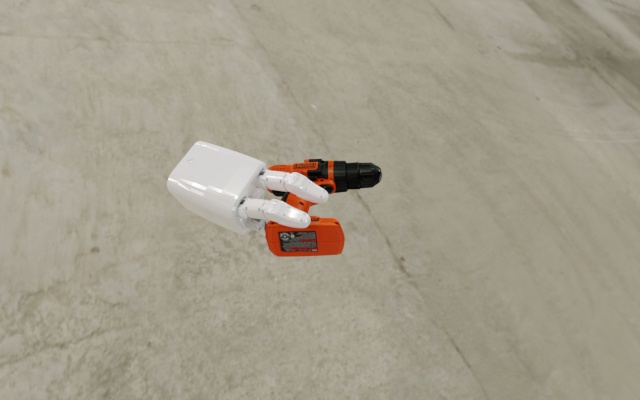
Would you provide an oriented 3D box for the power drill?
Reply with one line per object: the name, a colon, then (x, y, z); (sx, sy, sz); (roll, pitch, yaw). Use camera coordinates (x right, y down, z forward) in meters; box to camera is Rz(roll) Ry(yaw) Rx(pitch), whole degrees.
power drill: (0.000, 0.003, 0.697); (0.184, 0.057, 0.187); (-4, 32, 7)
